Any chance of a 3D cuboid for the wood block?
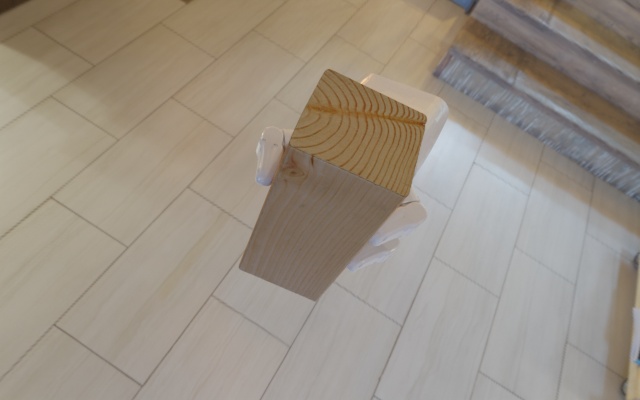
[{"bbox_3d":[0.000,0.001,0.426,0.091,0.090,0.206,25,-37,-4],"label":"wood block"}]
